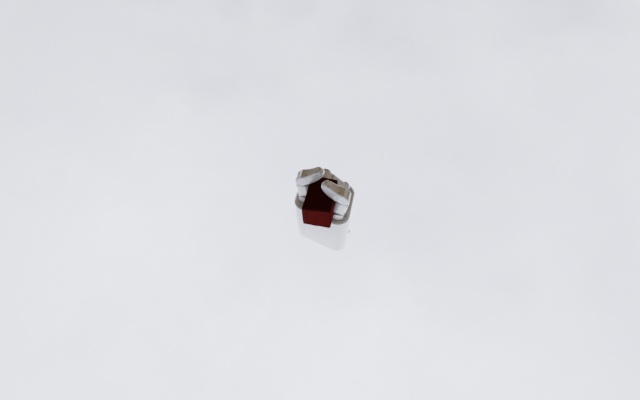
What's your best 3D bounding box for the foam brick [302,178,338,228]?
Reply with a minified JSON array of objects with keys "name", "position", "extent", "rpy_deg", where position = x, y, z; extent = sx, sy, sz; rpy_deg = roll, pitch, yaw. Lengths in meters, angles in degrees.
[{"name":"foam brick","position":[0.000,0.003,0.870],"extent":[0.053,0.078,0.051],"rpy_deg":[10,-37,8]}]
